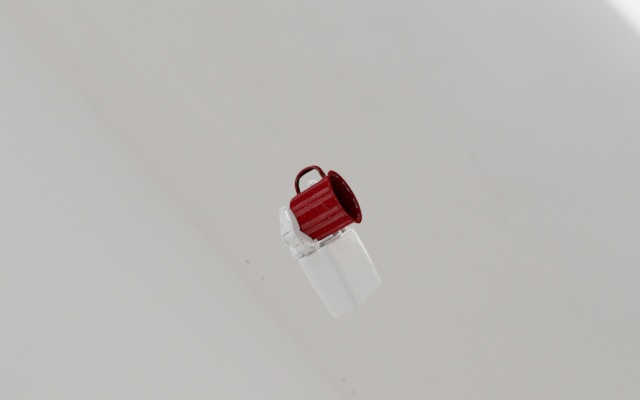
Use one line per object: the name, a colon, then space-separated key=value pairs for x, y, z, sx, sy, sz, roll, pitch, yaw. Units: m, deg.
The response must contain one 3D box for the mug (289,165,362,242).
mug: x=-0.001 y=0.001 z=0.742 sx=0.081 sy=0.117 sz=0.093 roll=-31 pitch=-2 yaw=20
